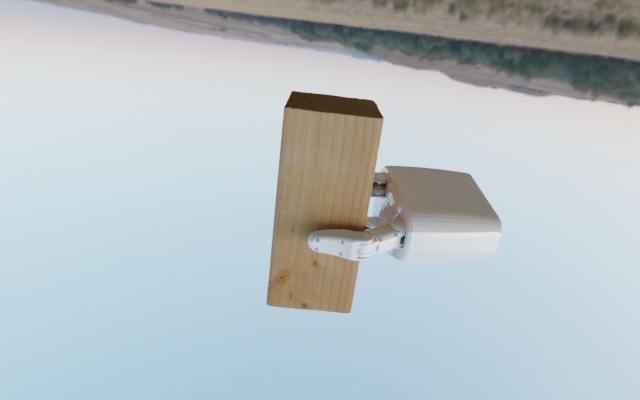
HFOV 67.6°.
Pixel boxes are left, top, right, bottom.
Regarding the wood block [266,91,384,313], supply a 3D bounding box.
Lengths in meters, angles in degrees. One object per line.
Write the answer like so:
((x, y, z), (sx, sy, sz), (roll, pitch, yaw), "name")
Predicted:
((0.000, 0.002, 0.493), (0.090, 0.206, 0.090), (6, 22, -2), "wood block")
